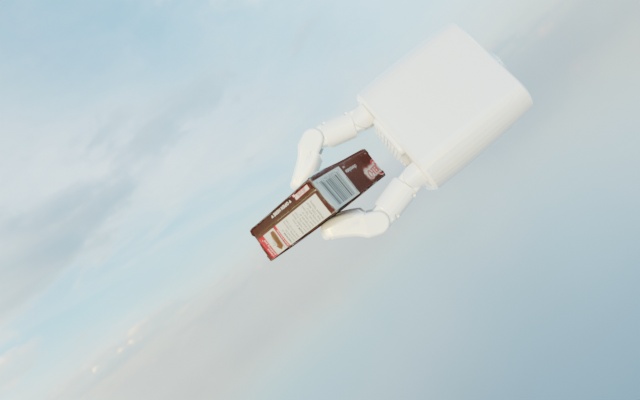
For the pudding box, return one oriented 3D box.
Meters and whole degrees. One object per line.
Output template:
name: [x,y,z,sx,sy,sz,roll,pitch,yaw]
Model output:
pudding box: [0.000,0.001,0.444,0.090,0.039,0.113,-40,-6,34]
